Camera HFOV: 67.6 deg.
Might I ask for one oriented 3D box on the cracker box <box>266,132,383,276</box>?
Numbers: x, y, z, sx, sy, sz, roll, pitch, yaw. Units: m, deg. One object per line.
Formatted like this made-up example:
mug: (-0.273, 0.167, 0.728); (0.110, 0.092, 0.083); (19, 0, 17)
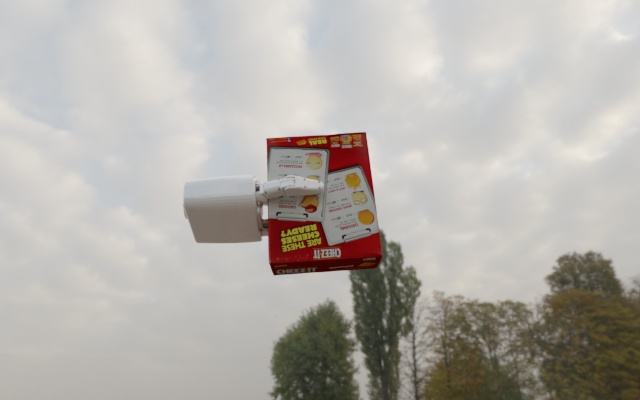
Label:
cracker box: (0.000, 0.002, 0.746); (0.164, 0.213, 0.072); (-4, -26, -1)
